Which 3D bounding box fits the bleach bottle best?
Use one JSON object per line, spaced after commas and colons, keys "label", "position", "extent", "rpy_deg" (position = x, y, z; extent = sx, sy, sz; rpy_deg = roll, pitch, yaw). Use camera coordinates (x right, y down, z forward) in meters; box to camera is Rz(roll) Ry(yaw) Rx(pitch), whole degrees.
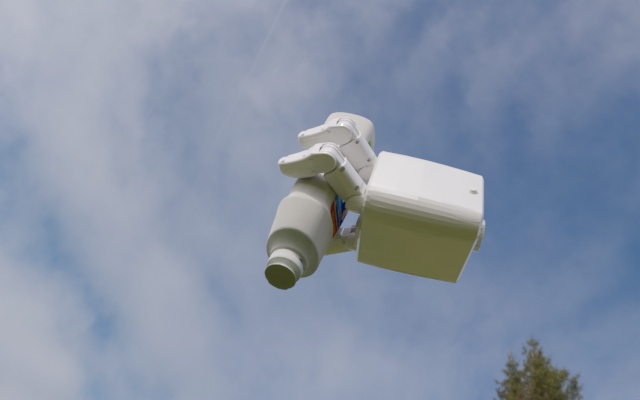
{"label": "bleach bottle", "position": [0.000, 0.002, 0.498], "extent": [0.068, 0.103, 0.250], "rpy_deg": [14, 37, 10]}
